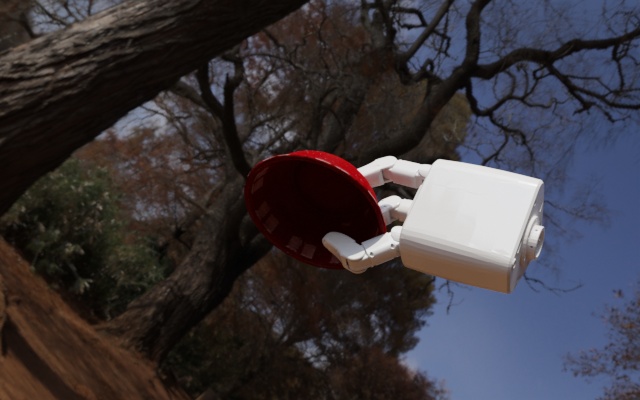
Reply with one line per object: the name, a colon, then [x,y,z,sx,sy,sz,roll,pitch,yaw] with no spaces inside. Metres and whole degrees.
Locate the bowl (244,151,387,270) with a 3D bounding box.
bowl: [-0.001,0.001,0.525,0.162,0.162,0.055,0,40,27]
